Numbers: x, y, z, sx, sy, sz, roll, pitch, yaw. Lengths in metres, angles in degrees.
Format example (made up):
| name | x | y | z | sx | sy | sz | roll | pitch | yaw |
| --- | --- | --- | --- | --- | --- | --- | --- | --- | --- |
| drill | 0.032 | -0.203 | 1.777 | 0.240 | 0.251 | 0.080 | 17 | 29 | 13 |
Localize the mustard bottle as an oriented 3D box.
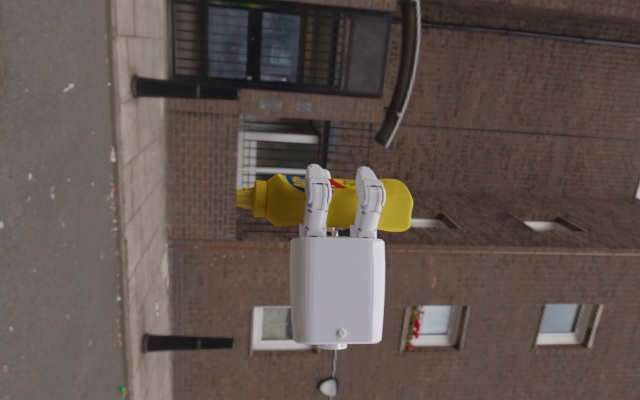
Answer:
| name | x | y | z | sx | sy | sz | roll | pitch | yaw |
| --- | --- | --- | --- | --- | --- | --- | --- | --- | --- |
| mustard bottle | 0.000 | 0.001 | 0.545 | 0.191 | 0.058 | 0.096 | 2 | 15 | -10 |
